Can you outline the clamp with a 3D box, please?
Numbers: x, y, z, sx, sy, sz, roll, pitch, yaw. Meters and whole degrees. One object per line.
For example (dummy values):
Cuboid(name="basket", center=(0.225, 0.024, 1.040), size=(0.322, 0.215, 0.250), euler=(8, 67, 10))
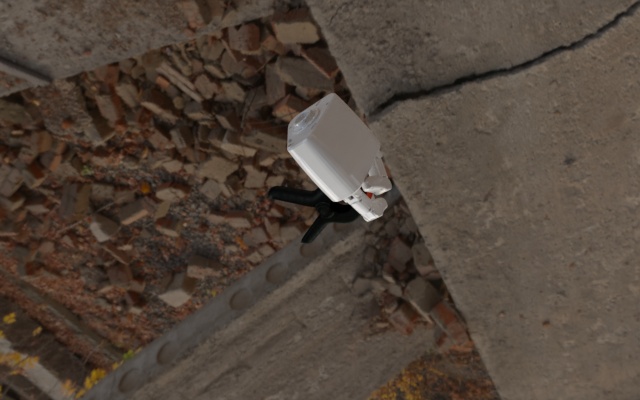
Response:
Cuboid(name="clamp", center=(0.000, 0.003, 0.760), size=(0.171, 0.039, 0.120), euler=(-27, -60, 33))
